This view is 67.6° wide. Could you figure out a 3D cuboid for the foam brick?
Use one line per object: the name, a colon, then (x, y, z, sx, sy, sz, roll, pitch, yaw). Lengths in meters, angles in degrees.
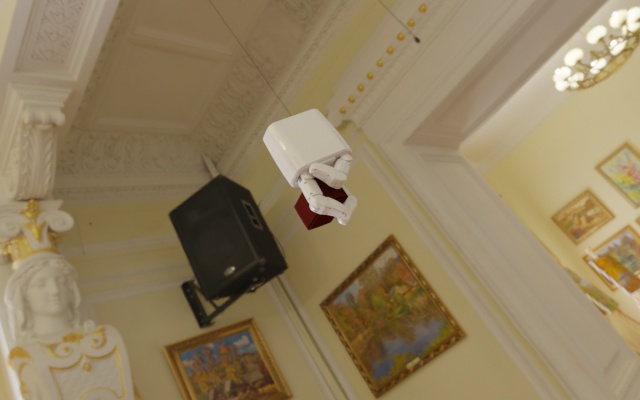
foam brick: (0.000, 0.003, 0.805, 0.053, 0.051, 0.078, -16, -30, -39)
